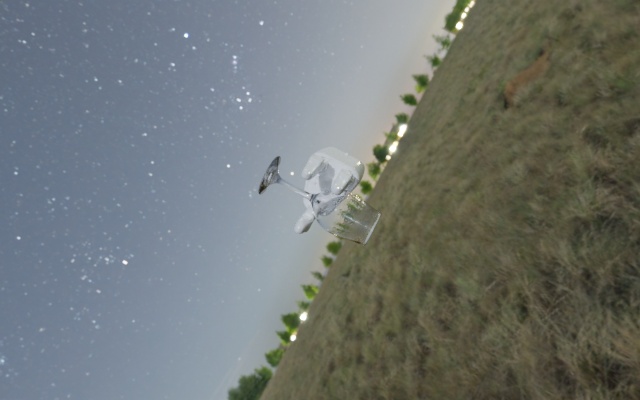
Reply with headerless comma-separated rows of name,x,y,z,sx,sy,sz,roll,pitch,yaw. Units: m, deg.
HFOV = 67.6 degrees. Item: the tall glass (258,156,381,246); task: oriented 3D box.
tall glass,-0.001,0.002,0.809,0.201,0.079,0.079,28,3,5
